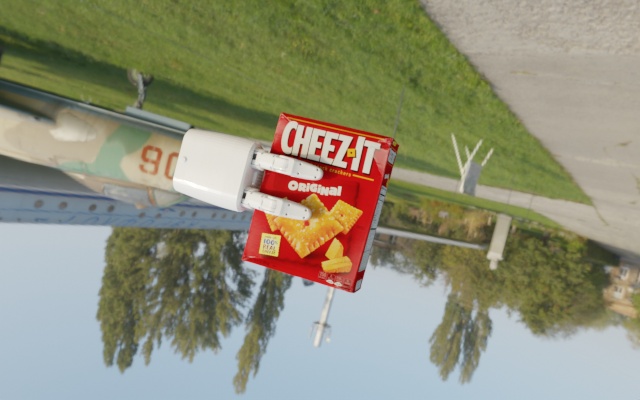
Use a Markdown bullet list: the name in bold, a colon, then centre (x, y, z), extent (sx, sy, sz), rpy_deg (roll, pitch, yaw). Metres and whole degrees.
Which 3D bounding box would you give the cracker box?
- **cracker box**: centre (0.000, 0.002, 0.661), extent (0.164, 0.213, 0.072), rpy_deg (15, 2, 14)
